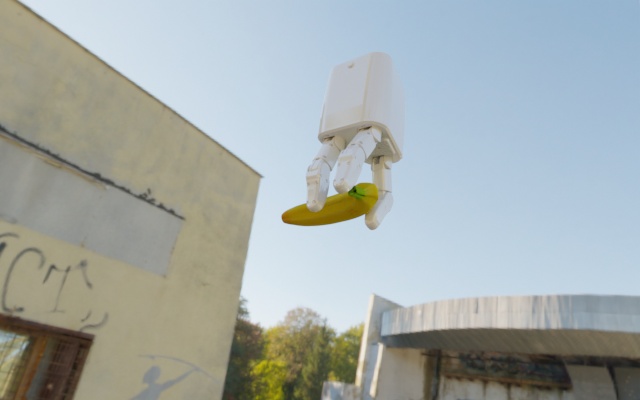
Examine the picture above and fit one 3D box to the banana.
[{"bbox_3d":[0.018,0.005,0.617,0.069,0.037,0.198,14,-19,-26],"label":"banana"}]
